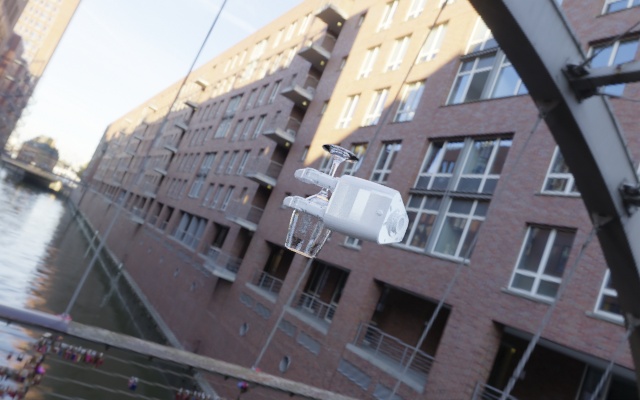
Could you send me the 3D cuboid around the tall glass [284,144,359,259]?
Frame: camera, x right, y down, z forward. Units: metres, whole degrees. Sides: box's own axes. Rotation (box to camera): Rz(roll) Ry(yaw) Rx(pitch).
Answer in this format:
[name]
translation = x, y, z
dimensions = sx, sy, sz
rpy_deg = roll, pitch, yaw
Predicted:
[tall glass]
translation = 0.000, 0.002, 0.871
dimensions = 0.079, 0.201, 0.079
rpy_deg = 22, -8, 3
